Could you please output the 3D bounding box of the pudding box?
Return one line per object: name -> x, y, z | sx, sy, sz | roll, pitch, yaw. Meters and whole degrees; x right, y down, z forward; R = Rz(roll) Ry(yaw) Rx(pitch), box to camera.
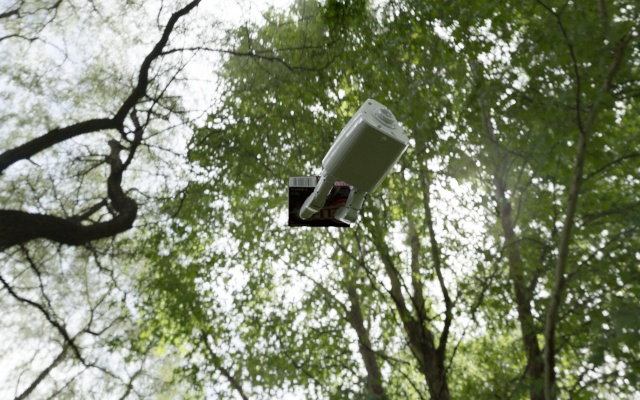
pudding box -> 0.000, 0.003, 0.819 | 0.113, 0.090, 0.039 | 2, 38, -2
